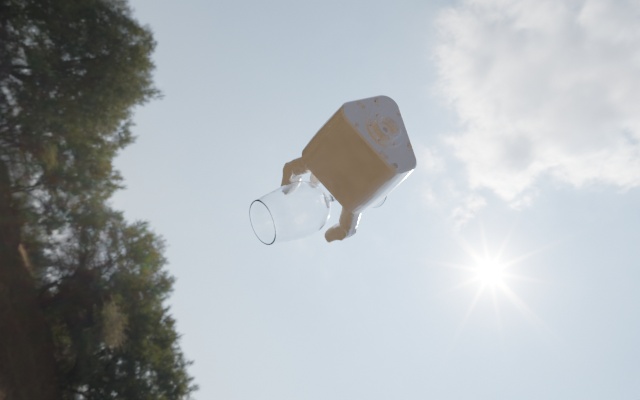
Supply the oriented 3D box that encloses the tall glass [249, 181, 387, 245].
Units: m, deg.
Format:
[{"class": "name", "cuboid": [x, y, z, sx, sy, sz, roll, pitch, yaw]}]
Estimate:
[{"class": "tall glass", "cuboid": [0.001, 0.002, 0.678, 0.201, 0.079, 0.079, -20, 12, -35]}]
